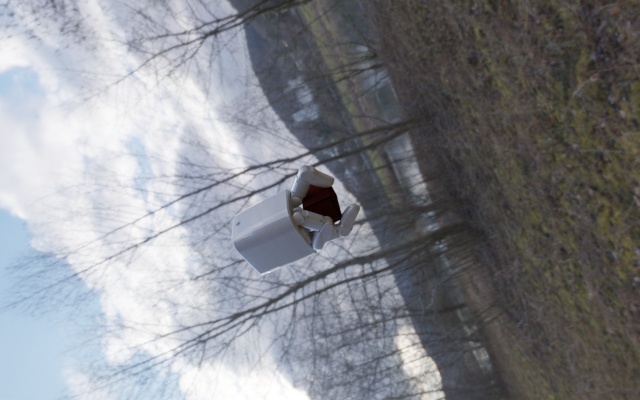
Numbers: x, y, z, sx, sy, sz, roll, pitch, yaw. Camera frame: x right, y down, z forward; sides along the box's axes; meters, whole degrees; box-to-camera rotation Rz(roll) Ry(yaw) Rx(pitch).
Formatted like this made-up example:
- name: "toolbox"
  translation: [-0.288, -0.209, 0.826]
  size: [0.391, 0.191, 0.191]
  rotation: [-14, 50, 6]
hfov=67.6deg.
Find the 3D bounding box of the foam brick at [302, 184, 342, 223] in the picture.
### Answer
- name: "foam brick"
  translation: [0.000, 0.003, 0.810]
  size: [0.051, 0.053, 0.078]
  rotation: [-25, 30, 9]
